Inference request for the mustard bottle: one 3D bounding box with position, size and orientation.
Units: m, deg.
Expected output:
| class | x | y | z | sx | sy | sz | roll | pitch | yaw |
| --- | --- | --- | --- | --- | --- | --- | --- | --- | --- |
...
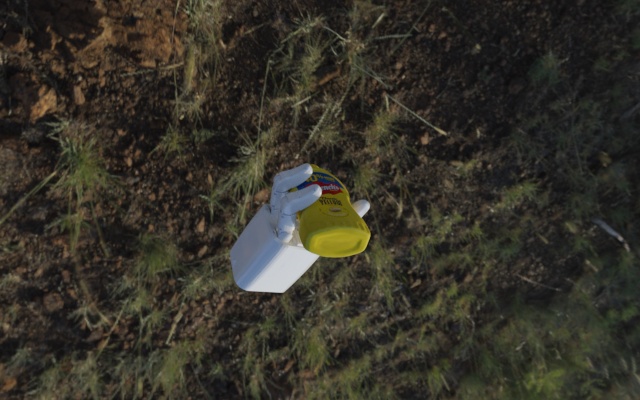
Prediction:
| class | x | y | z | sx | sy | sz | roll | pitch | yaw |
| --- | --- | --- | --- | --- | --- | --- | --- | --- | --- |
| mustard bottle | 0.000 | 0.002 | 0.722 | 0.096 | 0.058 | 0.191 | 2 | 36 | -20 |
